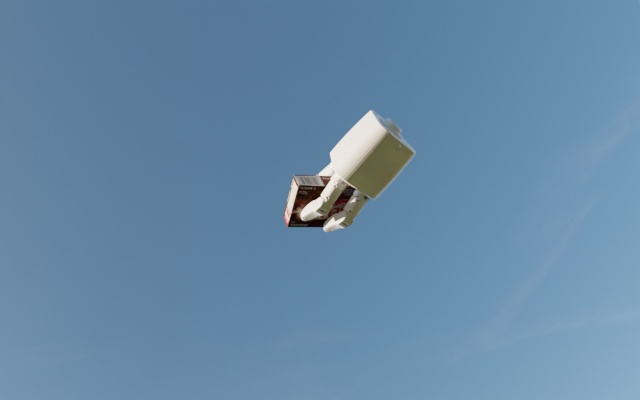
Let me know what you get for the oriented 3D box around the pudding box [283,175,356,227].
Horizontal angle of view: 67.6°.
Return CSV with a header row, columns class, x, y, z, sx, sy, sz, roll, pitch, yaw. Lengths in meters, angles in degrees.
class,x,y,z,sx,sy,sz,roll,pitch,yaw
pudding box,0.000,0.003,0.825,0.113,0.090,0.039,3,35,-20
